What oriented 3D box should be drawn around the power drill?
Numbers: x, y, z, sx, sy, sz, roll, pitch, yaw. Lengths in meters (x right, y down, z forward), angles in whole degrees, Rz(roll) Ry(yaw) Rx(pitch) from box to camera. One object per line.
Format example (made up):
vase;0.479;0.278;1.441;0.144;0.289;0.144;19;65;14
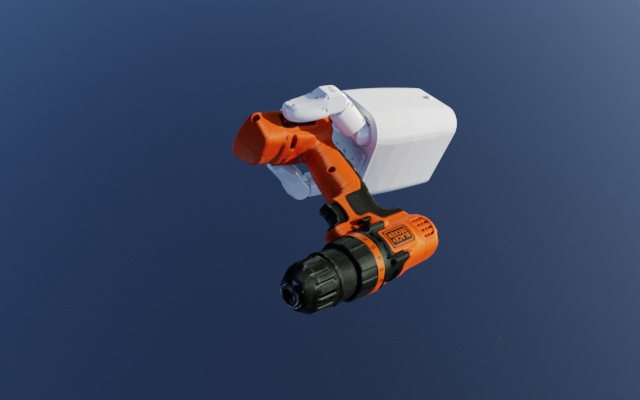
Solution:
power drill;0.000;0.001;0.429;0.184;0.187;0.057;-14;-29;-47
